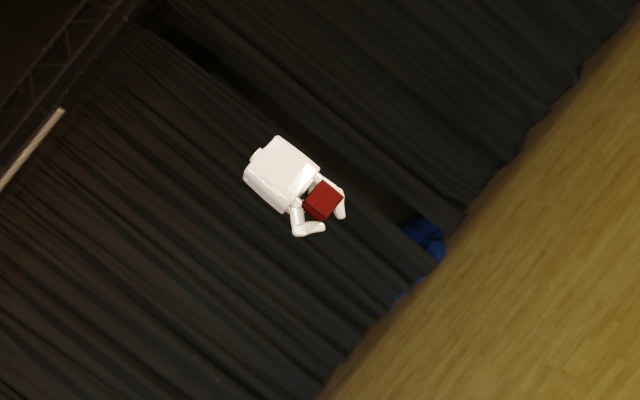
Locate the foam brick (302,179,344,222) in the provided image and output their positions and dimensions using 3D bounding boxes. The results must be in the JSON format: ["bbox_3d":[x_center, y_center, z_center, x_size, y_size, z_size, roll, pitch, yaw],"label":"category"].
[{"bbox_3d":[0.000,0.003,0.874,0.051,0.053,0.078,41,-15,-3],"label":"foam brick"}]
